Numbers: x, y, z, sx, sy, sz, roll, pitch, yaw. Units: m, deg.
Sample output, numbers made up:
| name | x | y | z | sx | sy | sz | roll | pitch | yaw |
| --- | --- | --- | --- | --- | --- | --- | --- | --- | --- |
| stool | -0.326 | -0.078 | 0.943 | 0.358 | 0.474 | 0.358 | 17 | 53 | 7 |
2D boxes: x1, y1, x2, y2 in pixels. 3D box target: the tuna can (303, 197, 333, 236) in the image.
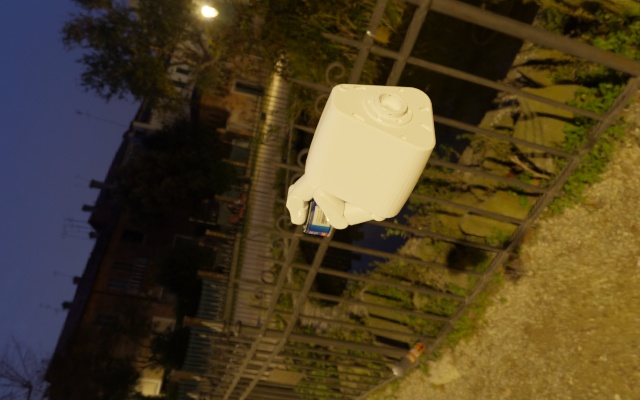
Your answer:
| name | x | y | z | sx | sy | sz | roll | pitch | yaw |
| --- | --- | --- | --- | --- | --- | --- | --- | --- | --- |
| tuna can | 0.000 | 0.002 | 0.615 | 0.034 | 0.086 | 0.086 | 8 | -1 | -7 |
